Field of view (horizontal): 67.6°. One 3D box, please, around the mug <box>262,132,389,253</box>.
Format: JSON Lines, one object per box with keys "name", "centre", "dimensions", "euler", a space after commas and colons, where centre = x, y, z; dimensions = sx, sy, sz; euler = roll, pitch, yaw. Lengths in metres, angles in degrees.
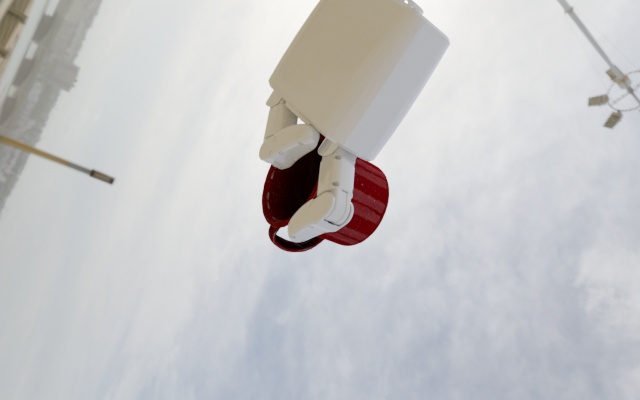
{"name": "mug", "centre": [-0.001, 0.003, 0.430], "dimensions": [0.081, 0.117, 0.093], "euler": [23, 20, -33]}
